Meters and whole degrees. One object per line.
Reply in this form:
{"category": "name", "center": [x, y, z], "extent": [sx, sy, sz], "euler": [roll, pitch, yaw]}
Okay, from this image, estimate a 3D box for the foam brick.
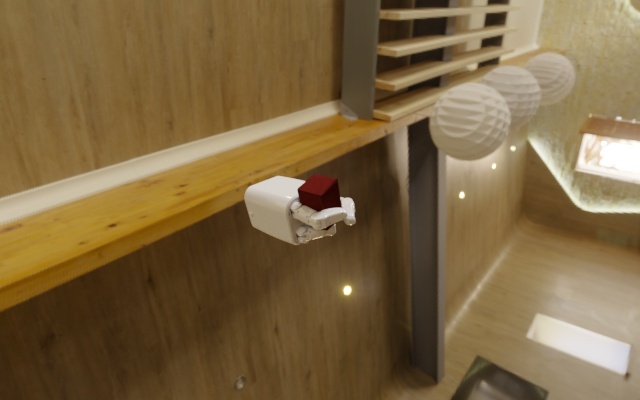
{"category": "foam brick", "center": [0.000, 0.002, 0.818], "extent": [0.051, 0.078, 0.053], "euler": [17, 44, 33]}
